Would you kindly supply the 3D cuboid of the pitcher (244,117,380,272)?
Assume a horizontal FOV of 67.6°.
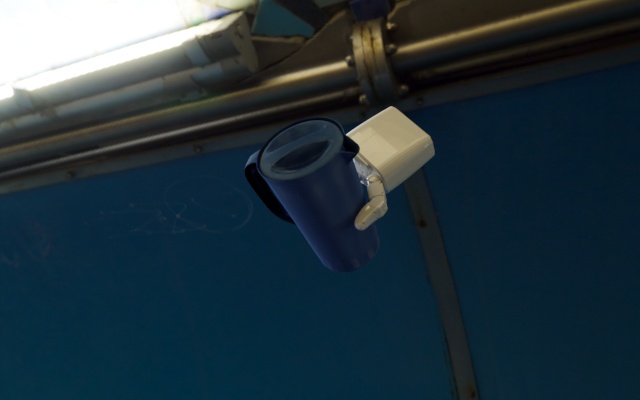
[{"bbox_3d":[0.000,0.002,0.745,0.145,0.243,0.149,-36,41,-11],"label":"pitcher"}]
